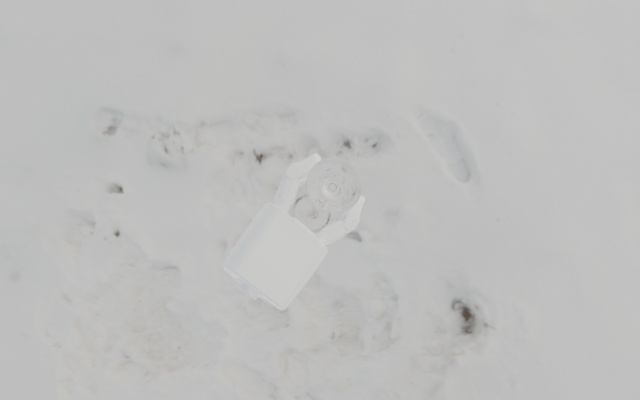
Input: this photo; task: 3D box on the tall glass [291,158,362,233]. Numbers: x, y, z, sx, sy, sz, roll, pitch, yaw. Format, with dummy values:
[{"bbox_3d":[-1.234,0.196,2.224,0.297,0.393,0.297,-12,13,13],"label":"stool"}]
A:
[{"bbox_3d":[0.000,0.002,0.715,0.079,0.079,0.201,0,-13,-11],"label":"tall glass"}]
